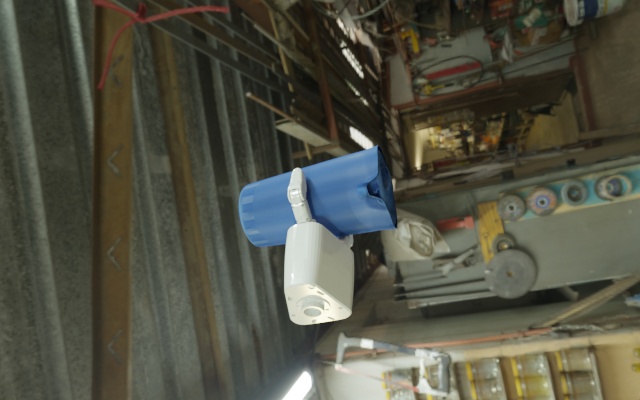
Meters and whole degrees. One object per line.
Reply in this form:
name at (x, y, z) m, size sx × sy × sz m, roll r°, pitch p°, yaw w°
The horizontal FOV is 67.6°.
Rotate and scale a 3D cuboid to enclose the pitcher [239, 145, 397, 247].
pitcher at (0.000, 0.003, 0.783) m, size 0.243 × 0.145 × 0.149 m, roll -12°, pitch -45°, yaw 15°
